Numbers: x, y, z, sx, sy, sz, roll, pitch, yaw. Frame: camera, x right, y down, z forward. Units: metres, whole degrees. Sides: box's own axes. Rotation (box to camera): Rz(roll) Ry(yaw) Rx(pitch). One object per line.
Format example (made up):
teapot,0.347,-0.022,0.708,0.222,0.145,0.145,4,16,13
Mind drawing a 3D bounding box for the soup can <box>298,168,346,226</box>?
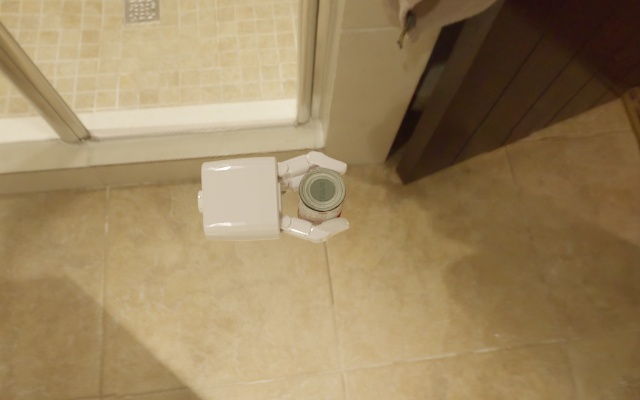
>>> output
soup can,0.001,0.002,0.707,0.068,0.068,0.102,0,-21,-3
